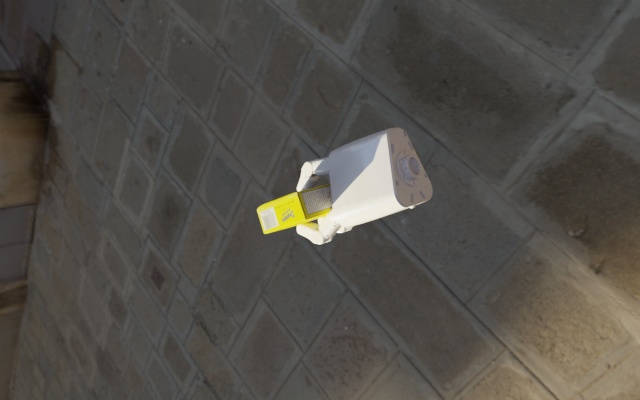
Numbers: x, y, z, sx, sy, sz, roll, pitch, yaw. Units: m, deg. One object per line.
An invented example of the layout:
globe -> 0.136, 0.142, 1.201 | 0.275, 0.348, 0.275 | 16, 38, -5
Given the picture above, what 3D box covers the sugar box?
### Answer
sugar box -> 0.000, 0.003, 0.720 | 0.093, 0.048, 0.176 | -19, -4, 43
